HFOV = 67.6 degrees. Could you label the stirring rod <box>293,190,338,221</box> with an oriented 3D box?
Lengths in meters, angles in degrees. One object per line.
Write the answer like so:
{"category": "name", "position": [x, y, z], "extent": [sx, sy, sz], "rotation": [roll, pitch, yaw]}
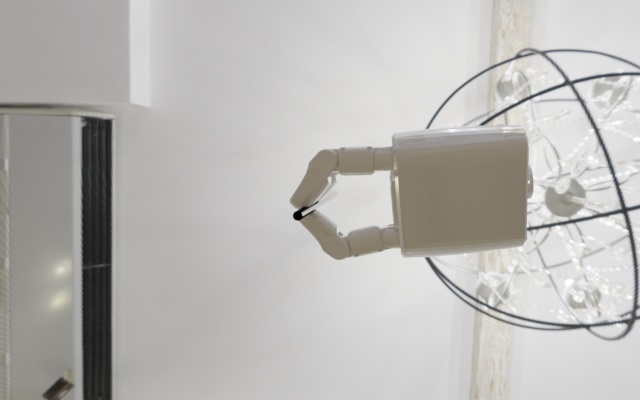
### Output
{"category": "stirring rod", "position": [0.000, 0.002, 0.495], "extent": [0.011, 0.011, 0.239], "rotation": [0, 5, 9]}
